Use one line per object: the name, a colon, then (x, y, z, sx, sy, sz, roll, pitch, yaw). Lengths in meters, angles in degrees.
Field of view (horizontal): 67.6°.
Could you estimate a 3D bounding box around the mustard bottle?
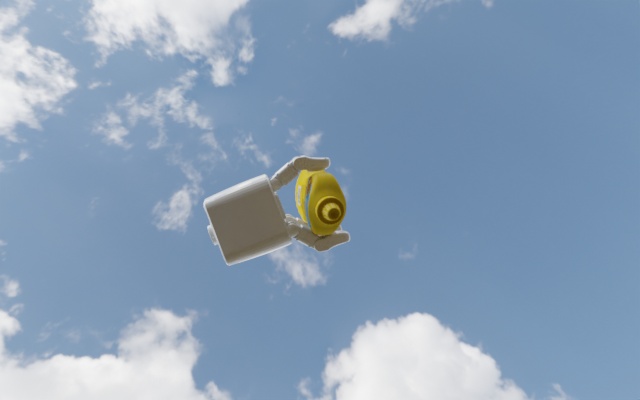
mustard bottle: (0.000, 0.002, 0.749, 0.058, 0.096, 0.191, 2, 10, -11)
